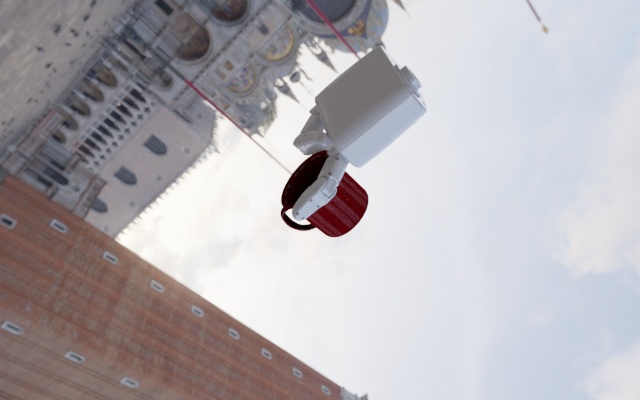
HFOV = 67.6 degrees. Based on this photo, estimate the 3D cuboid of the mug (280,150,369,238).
[{"bbox_3d":[-0.001,0.003,0.629,0.117,0.093,0.081,-38,-60,22],"label":"mug"}]
